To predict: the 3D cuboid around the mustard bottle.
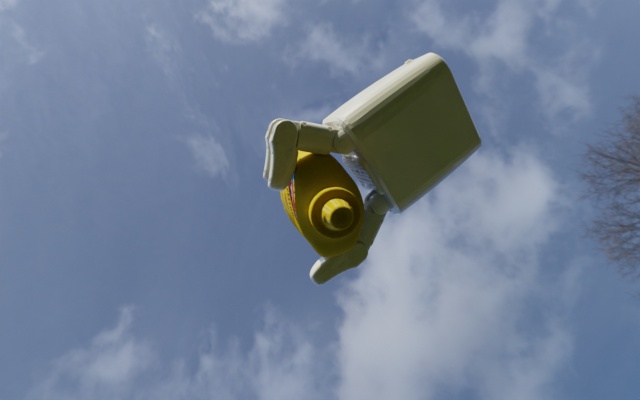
[{"bbox_3d":[0.000,0.002,0.446,0.058,0.096,0.191,-13,9,-9],"label":"mustard bottle"}]
